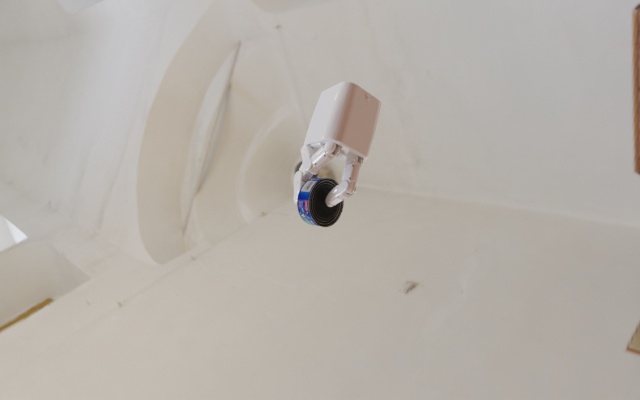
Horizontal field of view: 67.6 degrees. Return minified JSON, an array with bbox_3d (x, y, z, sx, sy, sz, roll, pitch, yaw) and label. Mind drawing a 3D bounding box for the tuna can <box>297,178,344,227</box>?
[{"bbox_3d":[0.000,0.003,0.835,0.086,0.086,0.034,0,3,-45],"label":"tuna can"}]
